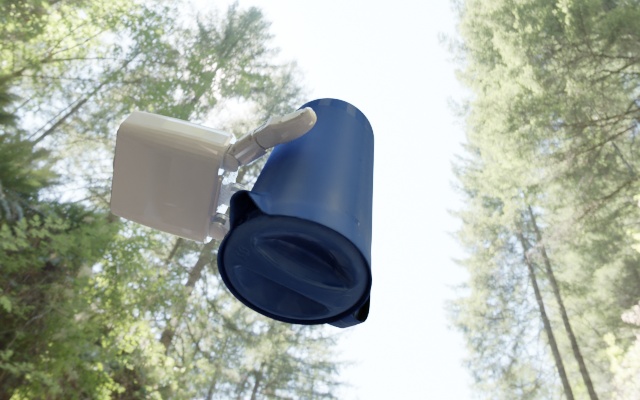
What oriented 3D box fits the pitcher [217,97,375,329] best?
[{"bbox_3d":[0.000,0.002,0.494,0.145,0.149,0.242,13,39,1],"label":"pitcher"}]
